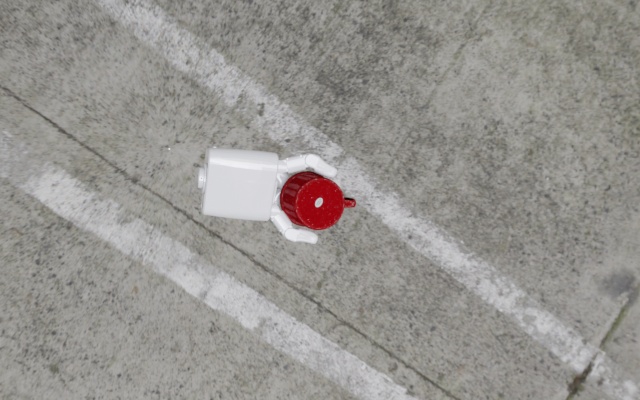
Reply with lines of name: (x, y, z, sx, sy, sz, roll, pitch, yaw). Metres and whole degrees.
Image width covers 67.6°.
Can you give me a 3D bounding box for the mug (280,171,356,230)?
mug: (0.002, 0.003, 0.758, 0.117, 0.093, 0.081, 5, 4, -17)
